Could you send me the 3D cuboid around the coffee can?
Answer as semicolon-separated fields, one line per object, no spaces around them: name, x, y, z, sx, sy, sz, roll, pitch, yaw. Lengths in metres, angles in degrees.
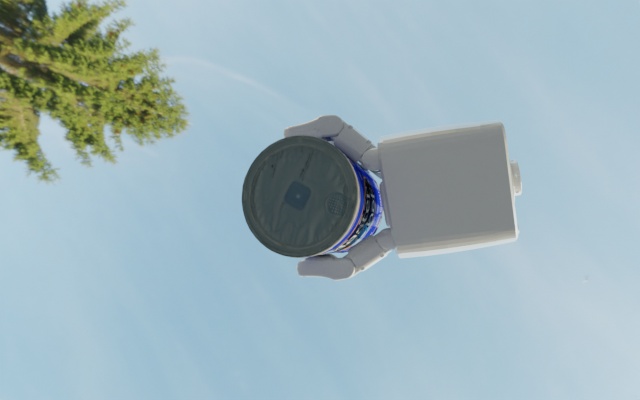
coffee can;0.000;0.002;0.462;0.103;0.103;0.140;0;-4;16
